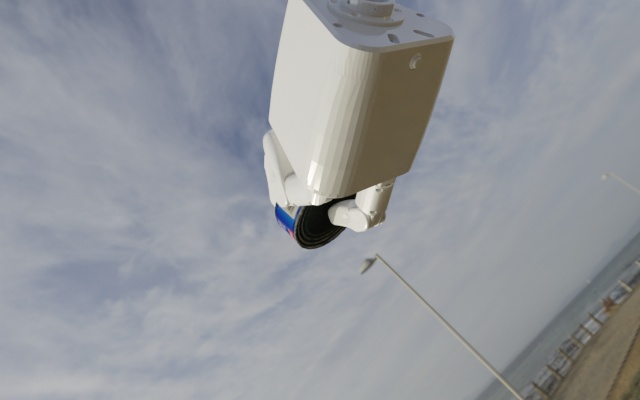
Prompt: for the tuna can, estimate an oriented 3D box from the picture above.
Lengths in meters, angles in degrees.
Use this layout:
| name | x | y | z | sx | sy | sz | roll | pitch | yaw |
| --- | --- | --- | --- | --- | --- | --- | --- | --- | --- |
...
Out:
| name | x | y | z | sx | sy | sz | roll | pitch | yaw |
| --- | --- | --- | --- | --- | --- | --- | --- | --- | --- |
| tuna can | 0.000 | 0.001 | 0.444 | 0.033 | 0.086 | 0.086 | 40 | 24 | 32 |
